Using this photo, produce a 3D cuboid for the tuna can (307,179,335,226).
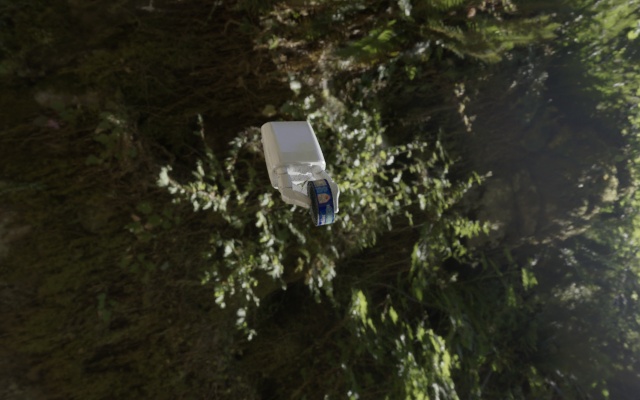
[{"bbox_3d":[0.001,0.003,0.889,0.034,0.086,0.086,-9,2,-11],"label":"tuna can"}]
